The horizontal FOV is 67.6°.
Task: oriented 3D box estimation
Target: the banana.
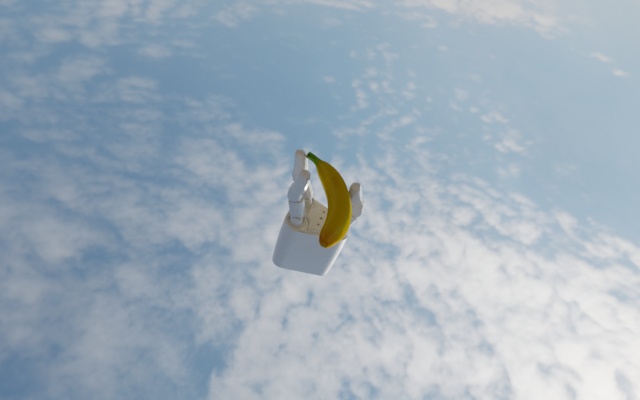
[{"bbox_3d":[0.017,0.003,0.737,0.069,0.037,0.197,11,40,-21],"label":"banana"}]
